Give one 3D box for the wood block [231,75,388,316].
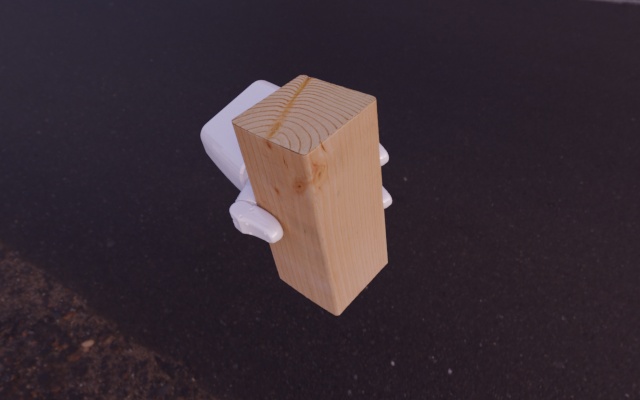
[{"bbox_3d":[0.000,0.001,0.458,0.090,0.206,0.090,27,54,35],"label":"wood block"}]
